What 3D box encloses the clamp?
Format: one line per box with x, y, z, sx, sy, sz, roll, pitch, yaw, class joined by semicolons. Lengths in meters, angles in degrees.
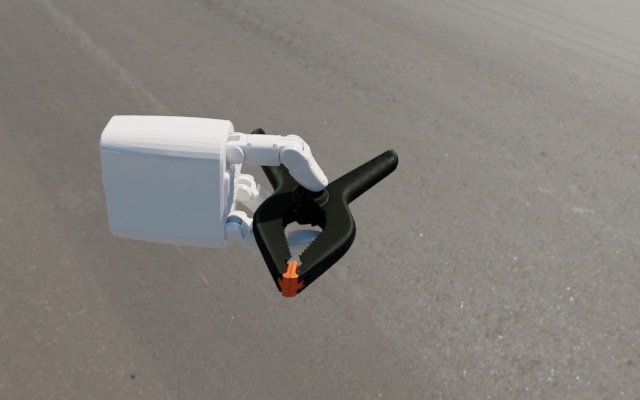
0.000;0.001;0.461;0.164;0.036;0.209;4;43;-1;clamp
